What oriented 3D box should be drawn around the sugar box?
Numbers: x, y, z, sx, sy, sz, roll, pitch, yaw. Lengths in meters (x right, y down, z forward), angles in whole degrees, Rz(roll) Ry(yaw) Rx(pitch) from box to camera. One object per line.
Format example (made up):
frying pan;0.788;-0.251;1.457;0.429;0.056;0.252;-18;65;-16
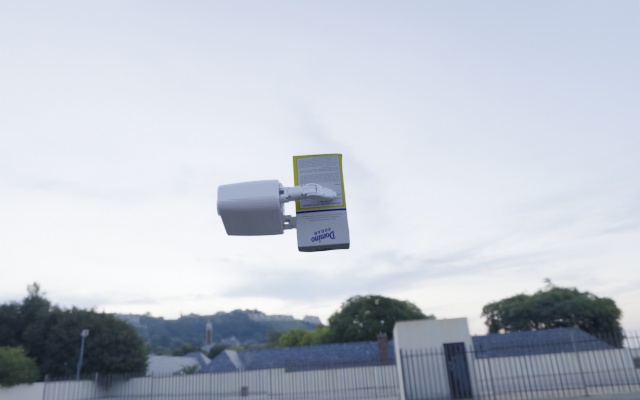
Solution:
sugar box;0.000;0.003;0.857;0.093;0.176;0.048;-4;-20;0
